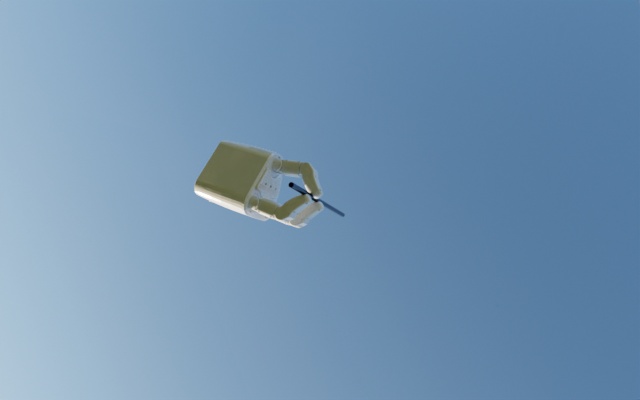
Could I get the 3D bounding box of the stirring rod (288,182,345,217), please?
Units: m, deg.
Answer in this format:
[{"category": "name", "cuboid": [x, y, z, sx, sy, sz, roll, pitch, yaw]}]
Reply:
[{"category": "stirring rod", "cuboid": [0.000, 0.002, 0.773, 0.011, 0.011, 0.239, 0, -12, 20]}]
